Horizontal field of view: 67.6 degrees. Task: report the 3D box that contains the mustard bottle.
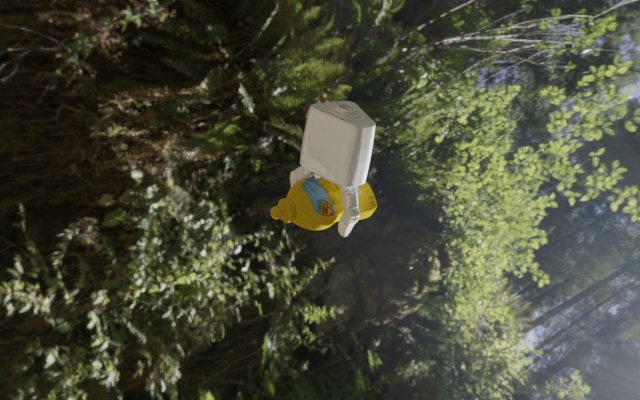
[{"bbox_3d":[0.000,0.003,0.833,0.191,0.096,0.058,-13,-28,-33],"label":"mustard bottle"}]
